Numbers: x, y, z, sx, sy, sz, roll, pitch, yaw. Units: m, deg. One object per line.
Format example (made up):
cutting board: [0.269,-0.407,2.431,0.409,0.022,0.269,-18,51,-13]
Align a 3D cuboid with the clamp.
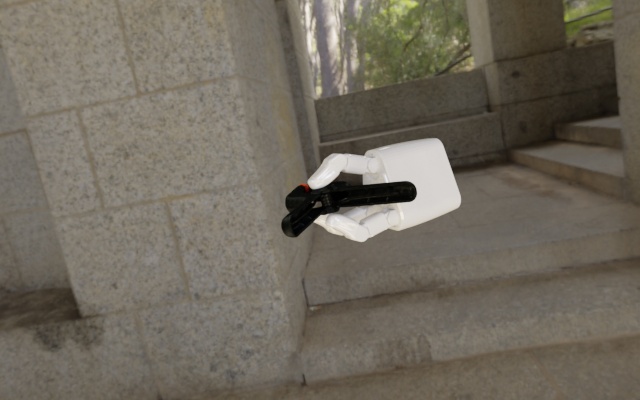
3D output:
clamp: [0.000,0.001,0.615,0.164,0.036,0.210,-17,11,-23]
